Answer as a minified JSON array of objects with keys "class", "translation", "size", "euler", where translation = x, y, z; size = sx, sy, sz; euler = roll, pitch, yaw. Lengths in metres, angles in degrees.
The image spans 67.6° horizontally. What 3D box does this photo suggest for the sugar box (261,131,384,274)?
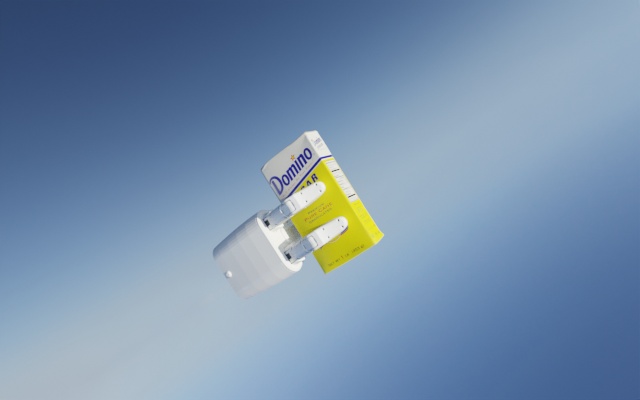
[{"class":"sugar box","translation":[0.000,0.002,0.658],"size":[0.093,0.176,0.048],"euler":[-35,-3,27]}]
